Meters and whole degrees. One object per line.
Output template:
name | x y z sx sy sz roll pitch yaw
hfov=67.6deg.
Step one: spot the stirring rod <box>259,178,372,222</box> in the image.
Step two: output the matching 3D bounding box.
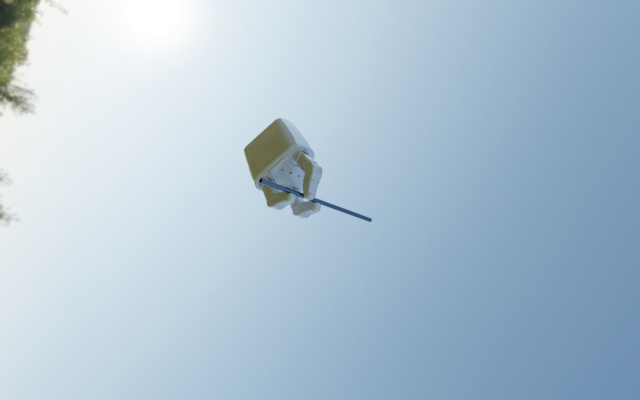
stirring rod | 0.000 0.003 0.797 0.239 0.011 0.011 20 -12 -37
